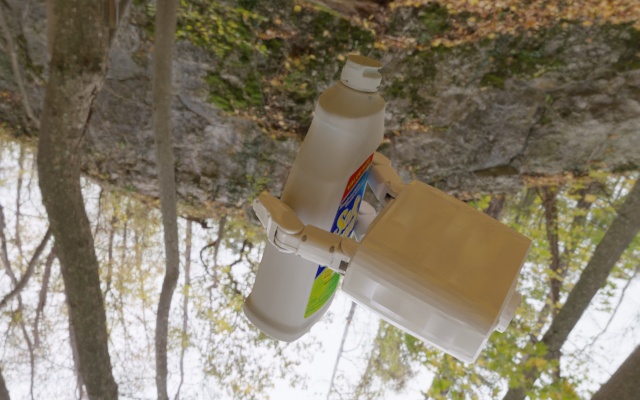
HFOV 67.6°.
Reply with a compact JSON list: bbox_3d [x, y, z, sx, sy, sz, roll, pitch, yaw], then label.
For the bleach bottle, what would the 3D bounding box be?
[{"bbox_3d":[0.000,0.001,0.418,0.068,0.251,0.102,28,32,20],"label":"bleach bottle"}]
